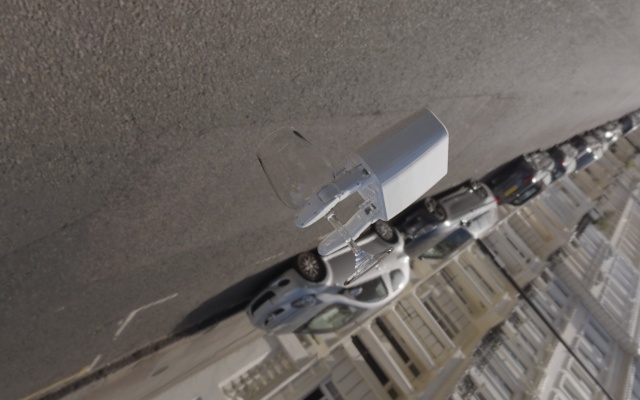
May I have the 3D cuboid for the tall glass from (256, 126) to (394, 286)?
[{"bbox_3d":[0.000,0.003,0.590,0.079,0.201,0.079,-35,-15,-11],"label":"tall glass"}]
